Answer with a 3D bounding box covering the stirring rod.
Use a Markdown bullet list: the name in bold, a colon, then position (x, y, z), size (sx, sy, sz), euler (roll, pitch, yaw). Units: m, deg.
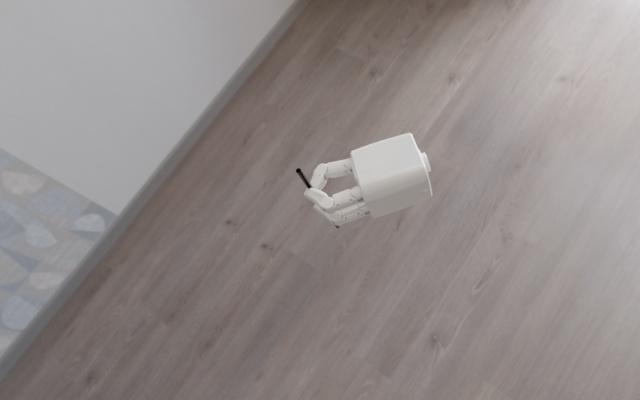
- **stirring rod**: position (0.000, 0.003, 0.830), size (0.011, 0.011, 0.240), euler (0, -24, 18)
